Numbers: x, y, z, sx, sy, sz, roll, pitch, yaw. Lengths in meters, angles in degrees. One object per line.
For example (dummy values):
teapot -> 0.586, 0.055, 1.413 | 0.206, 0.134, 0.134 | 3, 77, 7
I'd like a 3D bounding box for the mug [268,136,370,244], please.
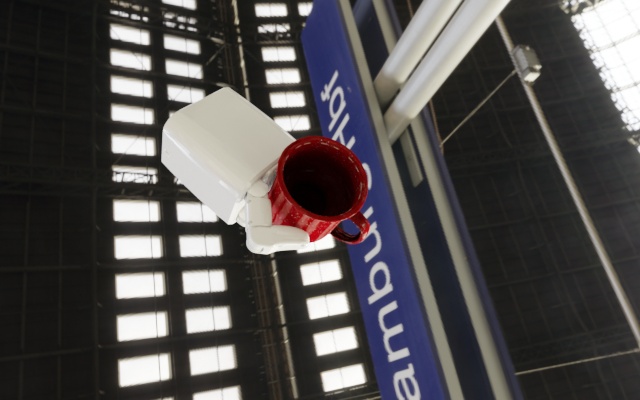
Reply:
mug -> 0.001, 0.003, 0.493 | 0.117, 0.093, 0.081 | 39, -32, 1
